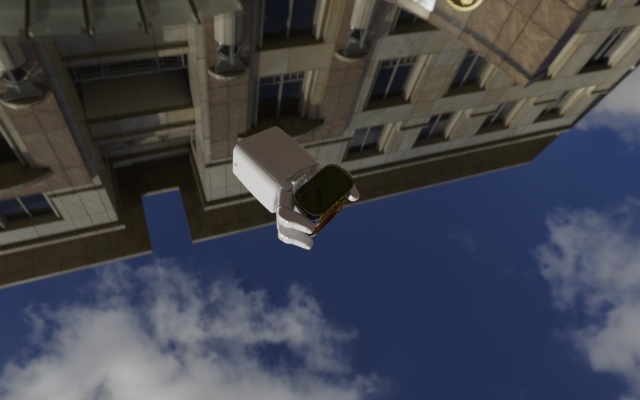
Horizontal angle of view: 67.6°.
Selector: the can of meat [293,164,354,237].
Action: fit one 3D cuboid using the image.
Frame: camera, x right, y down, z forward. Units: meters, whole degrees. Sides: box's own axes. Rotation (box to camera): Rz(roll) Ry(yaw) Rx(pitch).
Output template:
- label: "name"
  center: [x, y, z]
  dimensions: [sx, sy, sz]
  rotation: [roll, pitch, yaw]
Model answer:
- label: "can of meat"
  center: [0.000, 0.003, 0.783]
  dimensions: [0.102, 0.057, 0.084]
  rotation: [-41, -16, -28]
